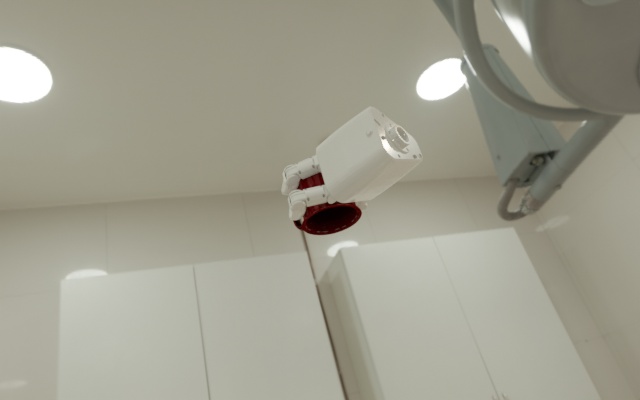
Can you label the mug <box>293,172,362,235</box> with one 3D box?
[{"bbox_3d":[-0.001,0.003,0.744,0.093,0.081,0.117,17,-42,-44],"label":"mug"}]
